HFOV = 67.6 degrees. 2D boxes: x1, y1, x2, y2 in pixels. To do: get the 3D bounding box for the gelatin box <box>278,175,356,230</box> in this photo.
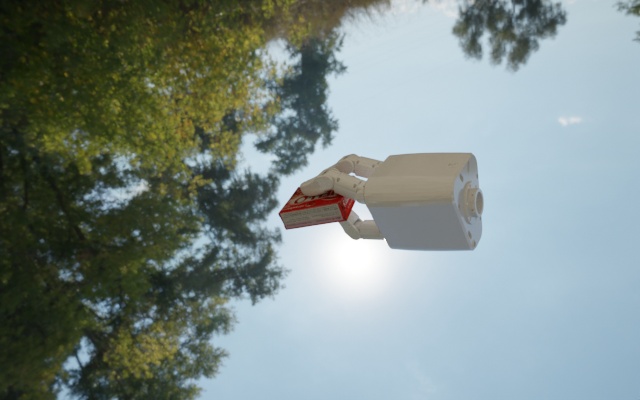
[{"bbox_3d":[0.000,0.002,0.617,0.089,0.030,0.073,-11,25,26],"label":"gelatin box"}]
